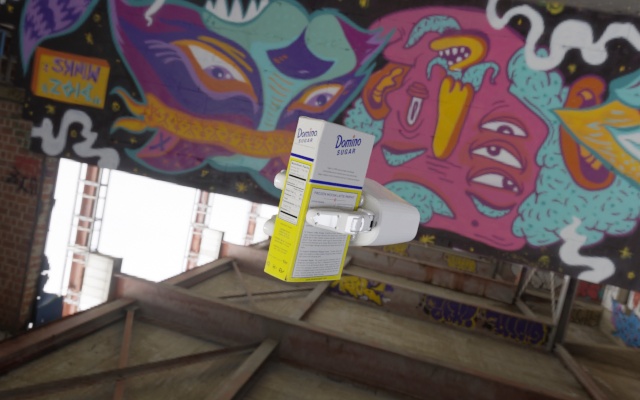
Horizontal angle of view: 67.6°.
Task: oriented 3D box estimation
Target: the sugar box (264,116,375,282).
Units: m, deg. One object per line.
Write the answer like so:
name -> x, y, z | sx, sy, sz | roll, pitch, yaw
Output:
sugar box -> 0.000, 0.002, 0.539 | 0.048, 0.176, 0.093 | 16, 6, 41
